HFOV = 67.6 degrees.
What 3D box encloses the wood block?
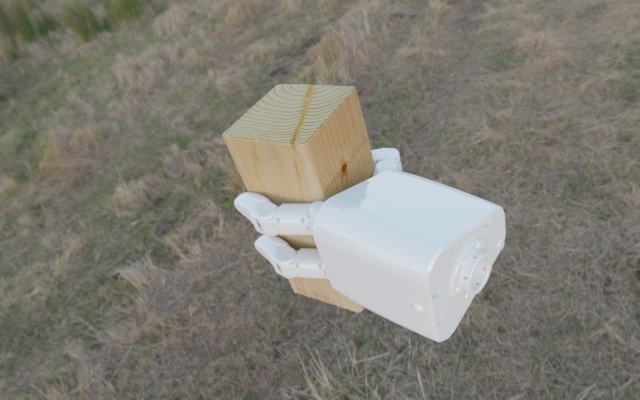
[{"bbox_3d":[0.001,0.001,0.466,0.090,0.206,0.090,10,46,33],"label":"wood block"}]
